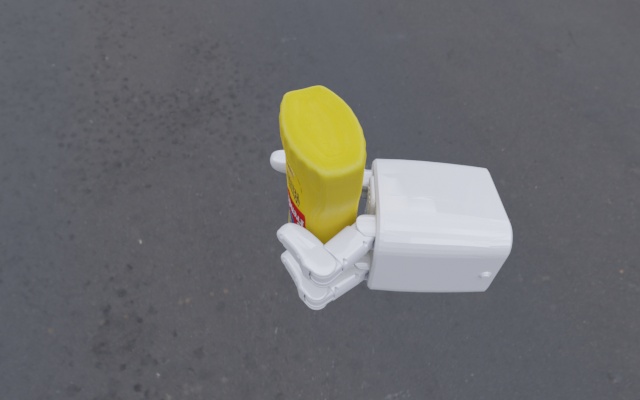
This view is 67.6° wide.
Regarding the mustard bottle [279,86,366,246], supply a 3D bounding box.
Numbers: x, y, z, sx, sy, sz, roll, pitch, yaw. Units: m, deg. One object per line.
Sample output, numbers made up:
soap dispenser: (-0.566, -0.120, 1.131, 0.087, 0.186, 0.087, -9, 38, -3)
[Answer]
mustard bottle: (0.000, 0.001, 0.422, 0.058, 0.096, 0.192, -17, -35, -13)
